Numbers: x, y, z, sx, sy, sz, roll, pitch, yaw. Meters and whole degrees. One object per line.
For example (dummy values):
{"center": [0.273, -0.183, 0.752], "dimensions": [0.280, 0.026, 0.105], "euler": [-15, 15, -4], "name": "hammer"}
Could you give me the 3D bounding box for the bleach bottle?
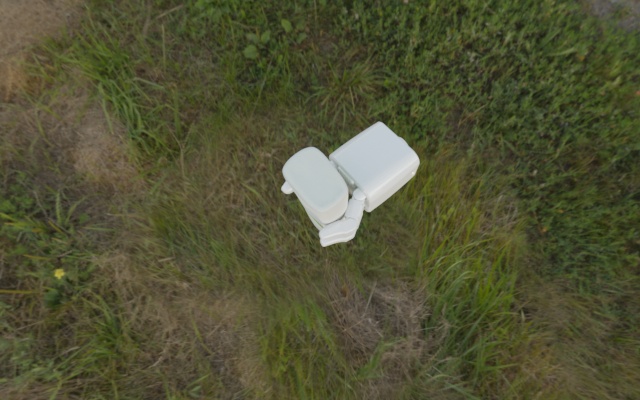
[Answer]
{"center": [0.000, 0.003, 0.801], "dimensions": [0.068, 0.102, 0.251], "euler": [-38, -14, -7], "name": "bleach bottle"}
